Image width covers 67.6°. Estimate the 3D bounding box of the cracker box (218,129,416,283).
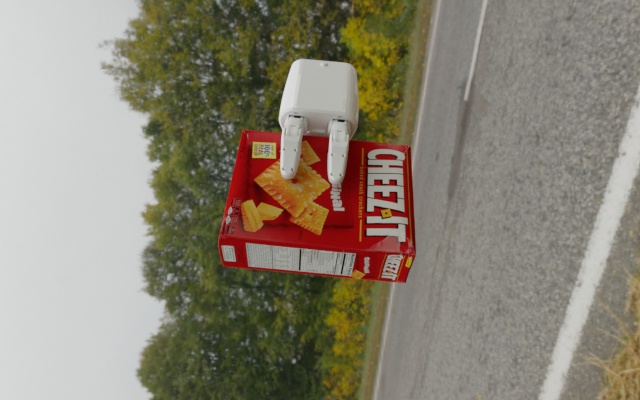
[{"bbox_3d":[0.000,0.002,0.568,0.214,0.164,0.072,5,-37,0],"label":"cracker box"}]
